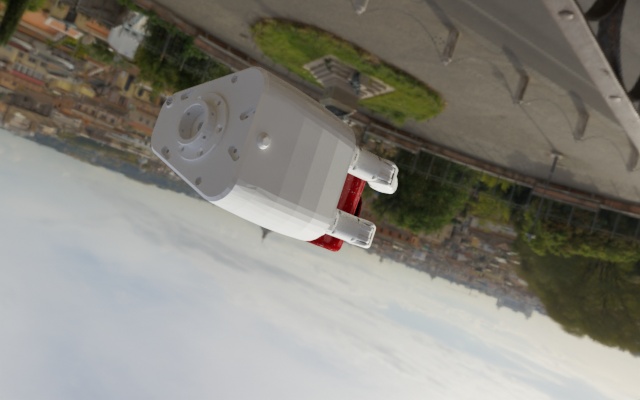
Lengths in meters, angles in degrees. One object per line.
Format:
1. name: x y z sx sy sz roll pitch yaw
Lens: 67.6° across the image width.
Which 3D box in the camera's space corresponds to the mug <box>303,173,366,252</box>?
1. mug: 0.001 0.002 0.462 0.093 0.081 0.117 16 -7 39
